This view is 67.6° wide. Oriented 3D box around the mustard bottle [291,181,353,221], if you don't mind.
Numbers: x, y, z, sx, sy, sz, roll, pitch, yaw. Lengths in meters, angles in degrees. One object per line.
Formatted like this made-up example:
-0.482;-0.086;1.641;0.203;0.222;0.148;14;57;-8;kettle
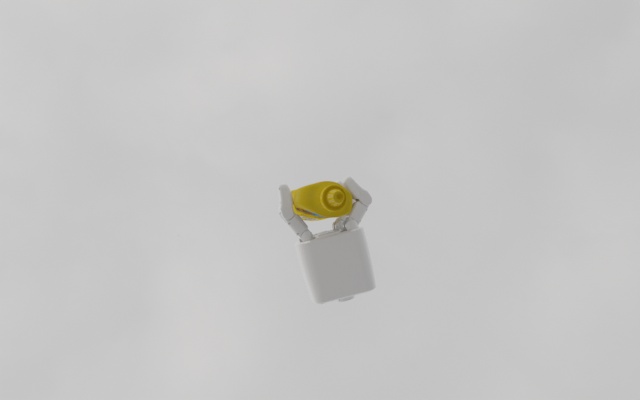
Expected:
0.000;0.002;0.799;0.096;0.058;0.191;11;-7;-15;mustard bottle
